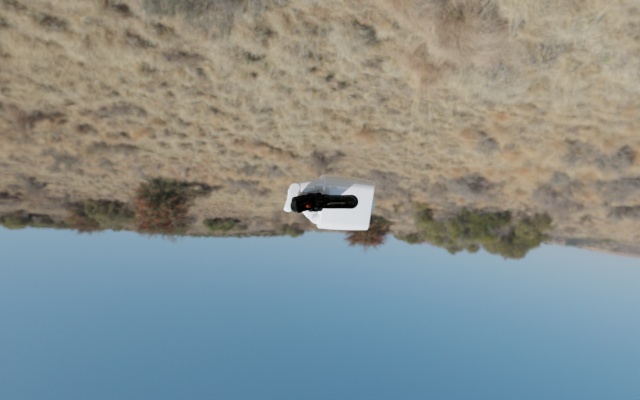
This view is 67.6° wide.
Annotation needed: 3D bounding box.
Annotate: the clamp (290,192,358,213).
[{"bbox_3d":[0.000,0.004,0.891,0.120,0.039,0.171,2,5,-7],"label":"clamp"}]
